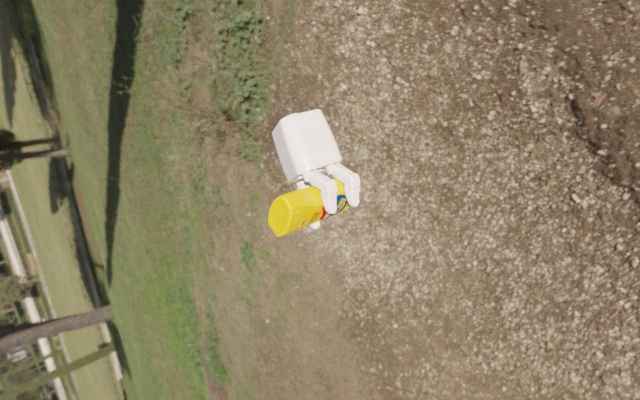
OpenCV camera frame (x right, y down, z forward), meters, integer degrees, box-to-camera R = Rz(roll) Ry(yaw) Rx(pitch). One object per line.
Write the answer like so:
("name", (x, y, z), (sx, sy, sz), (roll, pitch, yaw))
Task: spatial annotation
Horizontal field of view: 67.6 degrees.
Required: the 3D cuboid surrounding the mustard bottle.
("mustard bottle", (0.000, 0.003, 0.882), (0.191, 0.058, 0.096), (-20, -27, -35))
